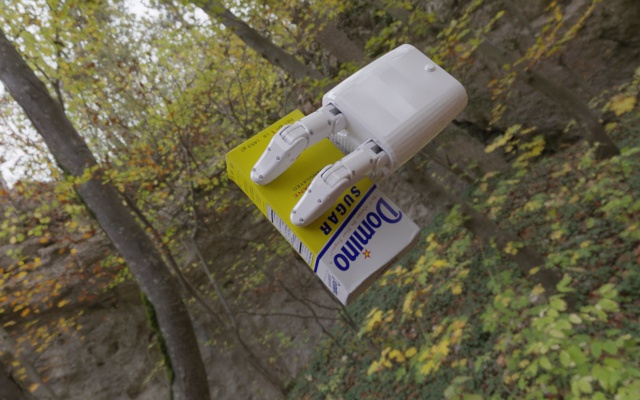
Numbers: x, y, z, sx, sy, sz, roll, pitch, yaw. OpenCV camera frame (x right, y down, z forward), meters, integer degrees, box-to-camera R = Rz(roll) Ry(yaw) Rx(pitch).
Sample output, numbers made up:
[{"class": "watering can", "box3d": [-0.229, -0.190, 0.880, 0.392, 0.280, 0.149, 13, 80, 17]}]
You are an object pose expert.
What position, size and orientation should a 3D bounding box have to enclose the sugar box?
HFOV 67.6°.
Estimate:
[{"class": "sugar box", "box3d": [0.000, 0.001, 0.450, 0.093, 0.176, 0.048, -37, -21, -21]}]
